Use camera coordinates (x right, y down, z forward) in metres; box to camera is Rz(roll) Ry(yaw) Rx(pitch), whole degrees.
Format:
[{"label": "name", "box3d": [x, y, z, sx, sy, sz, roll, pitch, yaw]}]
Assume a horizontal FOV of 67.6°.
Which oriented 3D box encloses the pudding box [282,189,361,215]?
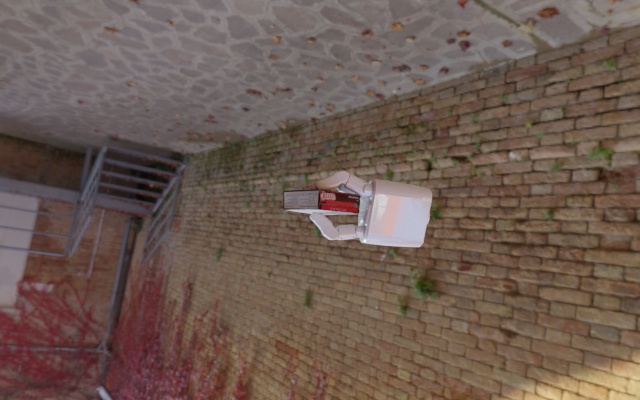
[{"label": "pudding box", "box3d": [0.000, 0.003, 0.830, 0.090, 0.039, 0.113, 8, -8, -36]}]
